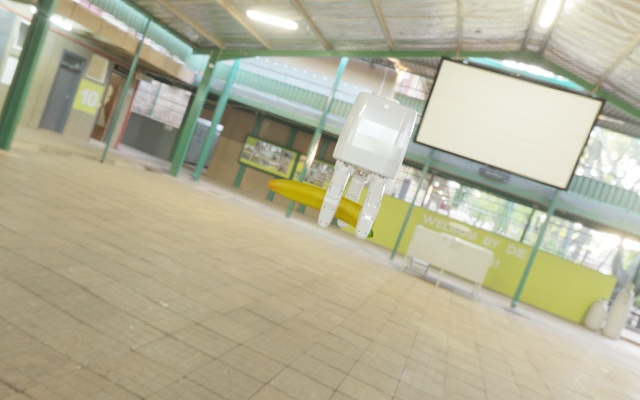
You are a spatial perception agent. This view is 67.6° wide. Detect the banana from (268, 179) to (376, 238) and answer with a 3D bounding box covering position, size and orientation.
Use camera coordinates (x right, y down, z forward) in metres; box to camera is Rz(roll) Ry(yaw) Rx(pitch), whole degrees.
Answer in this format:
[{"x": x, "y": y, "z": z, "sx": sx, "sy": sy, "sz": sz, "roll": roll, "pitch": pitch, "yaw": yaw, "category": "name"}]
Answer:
[{"x": 0.011, "y": 0.005, "z": 0.752, "sx": 0.197, "sy": 0.037, "sz": 0.069, "roll": 24, "pitch": 7, "yaw": 26, "category": "banana"}]
